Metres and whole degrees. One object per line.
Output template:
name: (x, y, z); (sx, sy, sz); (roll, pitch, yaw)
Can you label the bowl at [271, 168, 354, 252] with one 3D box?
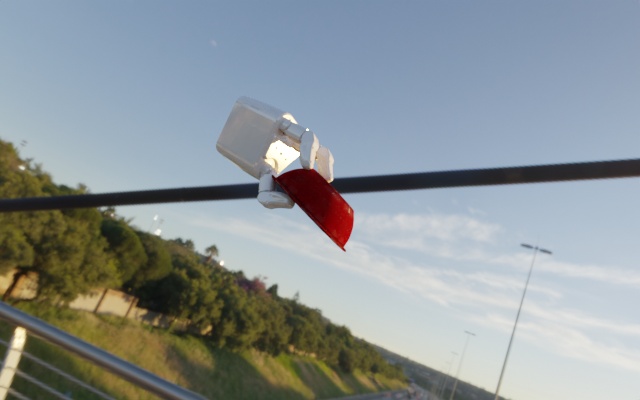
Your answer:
bowl: (0.001, 0.003, 0.726); (0.055, 0.162, 0.162); (-44, 0, -1)
